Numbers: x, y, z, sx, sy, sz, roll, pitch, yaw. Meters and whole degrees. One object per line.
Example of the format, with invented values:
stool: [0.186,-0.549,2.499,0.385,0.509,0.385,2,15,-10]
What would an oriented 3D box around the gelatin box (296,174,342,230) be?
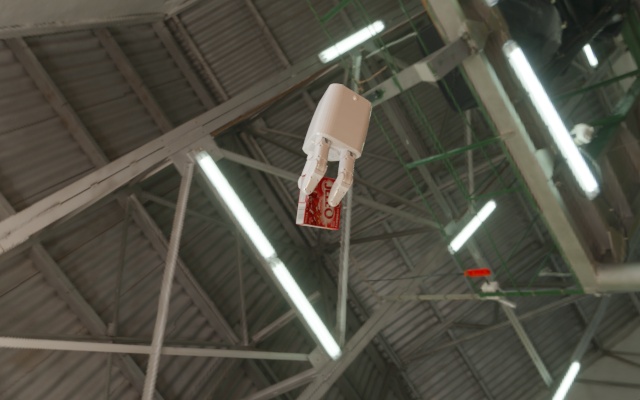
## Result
gelatin box: [0.000,0.003,0.837,0.073,0.089,0.030,10,-7,-30]
